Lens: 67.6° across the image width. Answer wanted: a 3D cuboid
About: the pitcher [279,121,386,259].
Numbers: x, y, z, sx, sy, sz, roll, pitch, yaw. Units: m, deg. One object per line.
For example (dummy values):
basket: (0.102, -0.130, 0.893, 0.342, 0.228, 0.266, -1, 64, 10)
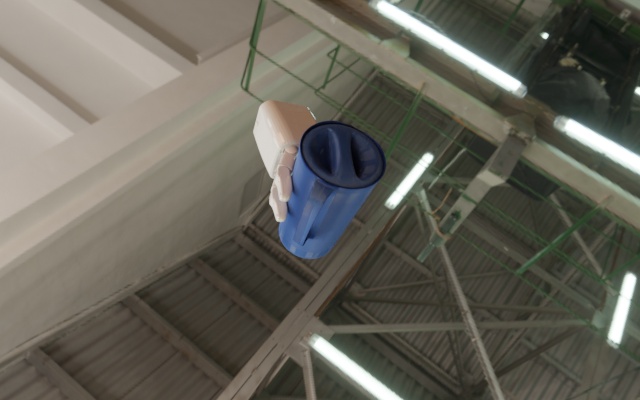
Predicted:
pitcher: (0.000, 0.002, 0.786, 0.149, 0.145, 0.243, -10, -32, -25)
